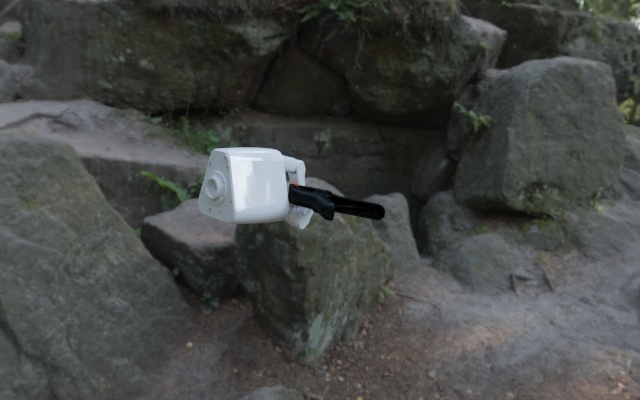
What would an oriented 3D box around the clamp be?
[{"bbox_3d":[0.000,0.002,0.733,0.171,0.039,0.120,13,3,38],"label":"clamp"}]
